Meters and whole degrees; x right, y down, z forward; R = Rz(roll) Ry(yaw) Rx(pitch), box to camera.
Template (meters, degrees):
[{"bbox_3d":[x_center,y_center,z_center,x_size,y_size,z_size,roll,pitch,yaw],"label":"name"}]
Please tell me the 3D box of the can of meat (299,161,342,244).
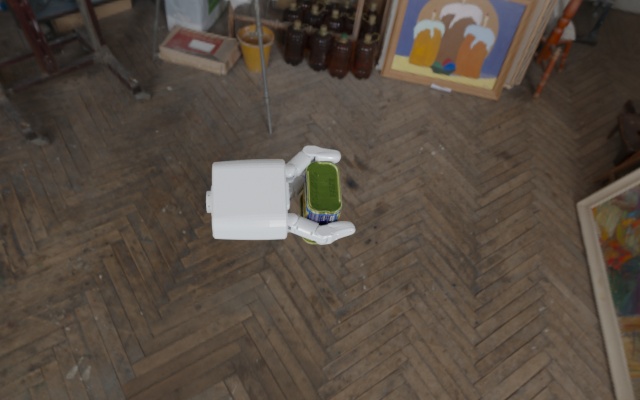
[{"bbox_3d":[0.000,0.002,0.734,0.057,0.102,0.084,1,-36,-7],"label":"can of meat"}]
